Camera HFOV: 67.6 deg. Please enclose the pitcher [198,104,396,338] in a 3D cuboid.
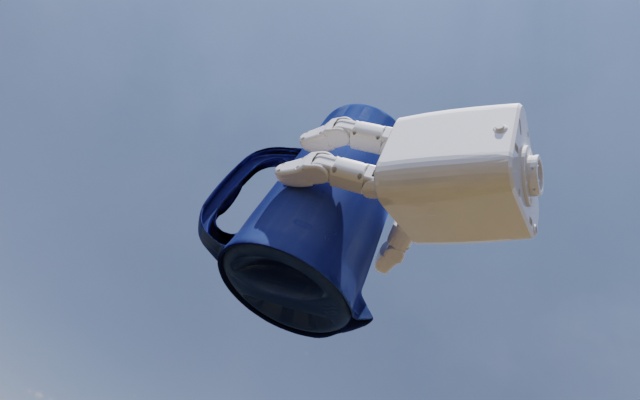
[{"bbox_3d":[0.000,0.002,0.497,0.145,0.149,0.242,-6,40,35],"label":"pitcher"}]
